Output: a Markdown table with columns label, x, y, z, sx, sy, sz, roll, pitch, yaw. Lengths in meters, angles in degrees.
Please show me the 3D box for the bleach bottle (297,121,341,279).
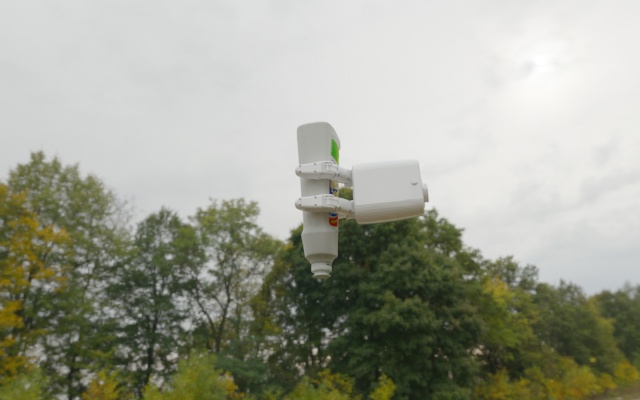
| label | x | y | z | sx | sy | sz | roll | pitch | yaw |
| --- | --- | --- | --- | --- | --- | --- | --- | --- | --- |
| bleach bottle | 0.000 | 0.002 | 0.781 | 0.068 | 0.250 | 0.103 | -7 | -22 | 12 |
